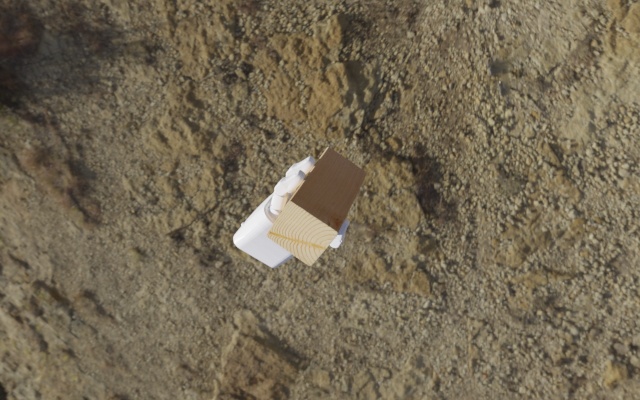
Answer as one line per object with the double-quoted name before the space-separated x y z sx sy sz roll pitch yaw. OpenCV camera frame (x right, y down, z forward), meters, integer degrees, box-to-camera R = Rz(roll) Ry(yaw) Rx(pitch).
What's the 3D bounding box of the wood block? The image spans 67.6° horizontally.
"wood block" 0.000 0.003 0.821 0.091 0.090 0.206 34 35 -3
